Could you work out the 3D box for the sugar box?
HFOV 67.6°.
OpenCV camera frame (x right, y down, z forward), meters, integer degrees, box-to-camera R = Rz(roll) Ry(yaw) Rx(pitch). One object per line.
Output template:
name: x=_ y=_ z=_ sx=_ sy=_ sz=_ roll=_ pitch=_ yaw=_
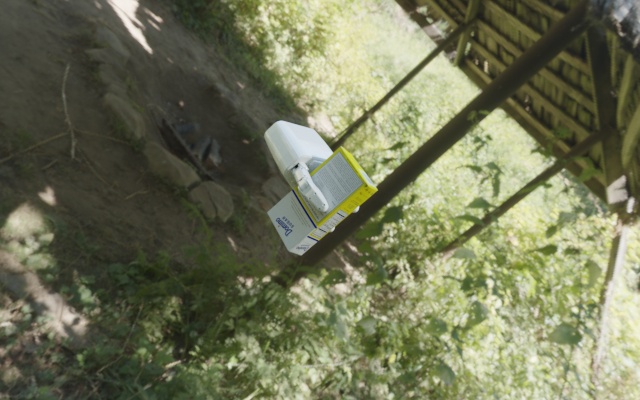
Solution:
sugar box: x=0.000 y=0.003 z=0.808 sx=0.176 sy=0.093 sz=0.048 roll=-42 pitch=-33 yaw=15
